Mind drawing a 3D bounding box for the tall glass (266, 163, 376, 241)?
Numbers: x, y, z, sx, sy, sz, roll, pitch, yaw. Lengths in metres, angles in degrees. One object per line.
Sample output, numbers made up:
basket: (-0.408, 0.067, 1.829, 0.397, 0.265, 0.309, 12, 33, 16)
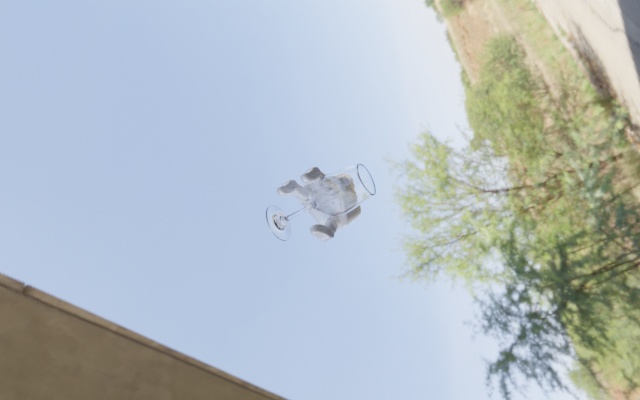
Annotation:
tall glass: (0.000, 0.003, 0.876, 0.201, 0.079, 0.079, -26, -12, 25)
